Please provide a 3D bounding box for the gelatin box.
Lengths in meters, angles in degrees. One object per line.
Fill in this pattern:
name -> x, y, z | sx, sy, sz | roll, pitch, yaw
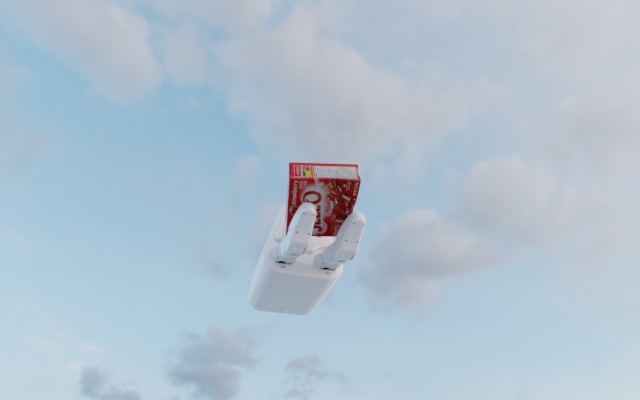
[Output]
gelatin box -> 0.000, 0.001, 0.513 | 0.073, 0.089, 0.030 | 2, 43, -7
